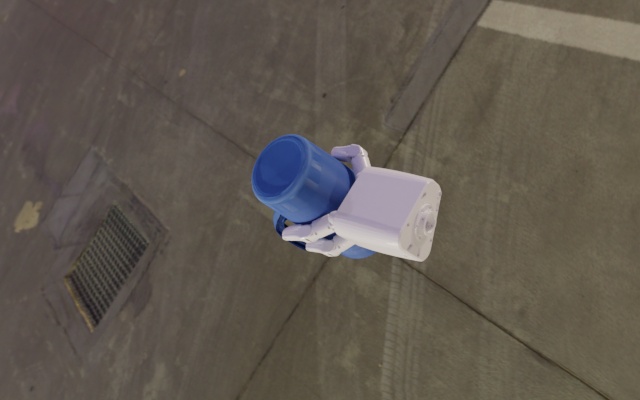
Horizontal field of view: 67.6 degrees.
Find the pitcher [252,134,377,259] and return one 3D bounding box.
[{"bbox_3d":[0.000,0.002,0.749,0.145,0.149,0.243,14,-12,40],"label":"pitcher"}]
